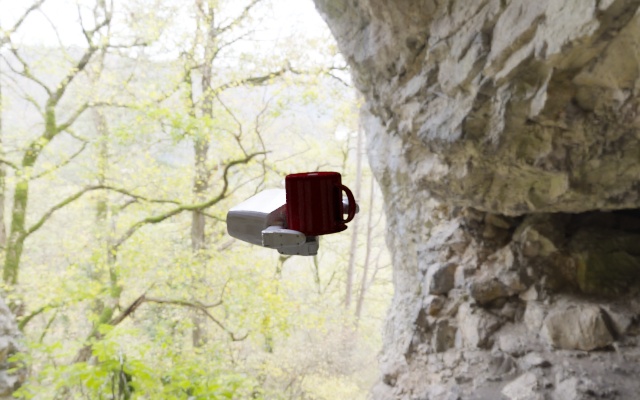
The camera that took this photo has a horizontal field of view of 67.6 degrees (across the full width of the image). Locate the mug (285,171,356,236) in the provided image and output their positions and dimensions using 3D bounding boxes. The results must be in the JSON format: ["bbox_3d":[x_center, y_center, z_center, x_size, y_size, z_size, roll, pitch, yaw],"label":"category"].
[{"bbox_3d":[0.001,0.002,0.672,0.117,0.081,0.093,5,11,43],"label":"mug"}]
